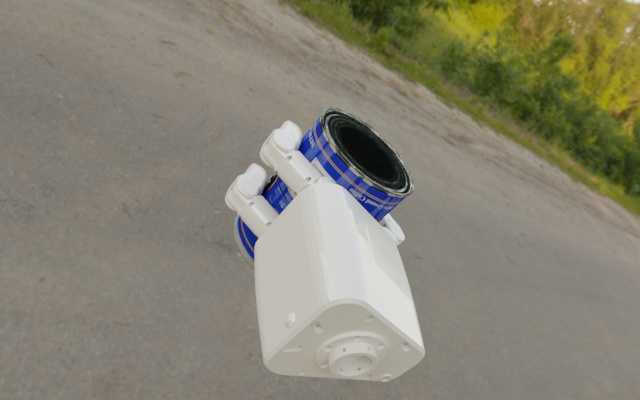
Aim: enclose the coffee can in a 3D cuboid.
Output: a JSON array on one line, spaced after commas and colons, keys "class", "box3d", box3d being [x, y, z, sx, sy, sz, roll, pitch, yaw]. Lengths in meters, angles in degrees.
[{"class": "coffee can", "box3d": [0.000, 0.001, 0.439, 0.103, 0.102, 0.140, 0, -40, -51]}]
